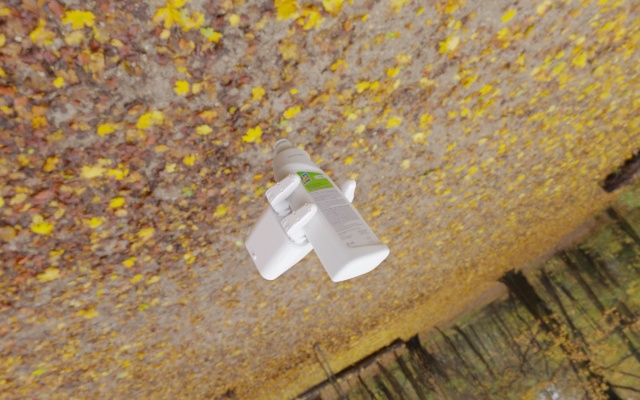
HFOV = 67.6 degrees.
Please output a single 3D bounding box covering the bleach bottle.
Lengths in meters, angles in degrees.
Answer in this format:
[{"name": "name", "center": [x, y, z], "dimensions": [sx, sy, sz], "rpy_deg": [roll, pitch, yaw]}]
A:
[{"name": "bleach bottle", "center": [0.000, 0.003, 0.759], "dimensions": [0.102, 0.250, 0.068], "rpy_deg": [-8, -32, -43]}]
